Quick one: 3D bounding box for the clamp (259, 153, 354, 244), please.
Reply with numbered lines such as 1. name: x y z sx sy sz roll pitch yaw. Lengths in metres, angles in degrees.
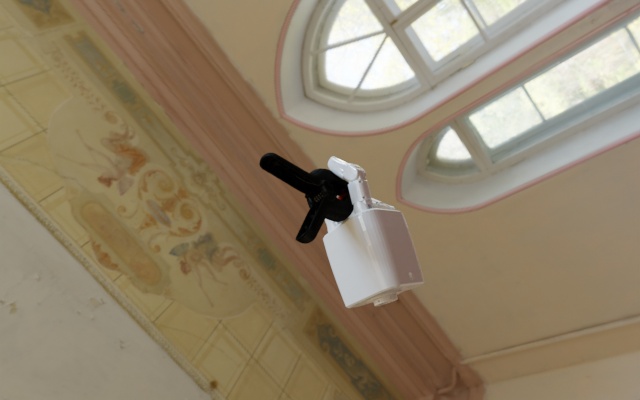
1. clamp: 0.000 0.002 0.619 0.039 0.120 0.171 -30 -23 34
